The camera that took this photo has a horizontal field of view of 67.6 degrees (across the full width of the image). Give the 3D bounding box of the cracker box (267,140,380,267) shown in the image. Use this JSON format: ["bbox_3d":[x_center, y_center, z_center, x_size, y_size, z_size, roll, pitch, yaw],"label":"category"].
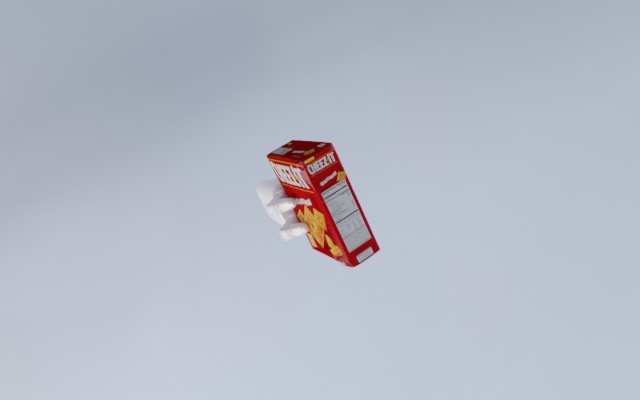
[{"bbox_3d":[0.000,0.003,0.854,0.072,0.214,0.164,-33,21,-19],"label":"cracker box"}]
